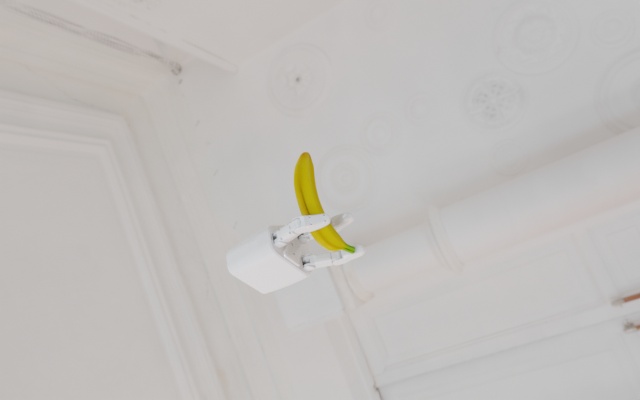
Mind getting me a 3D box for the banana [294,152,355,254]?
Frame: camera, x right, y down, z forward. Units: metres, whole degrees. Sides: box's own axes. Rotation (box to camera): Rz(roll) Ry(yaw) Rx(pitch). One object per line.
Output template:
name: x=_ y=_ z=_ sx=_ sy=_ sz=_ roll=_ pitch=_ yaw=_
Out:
banana: x=-0.009 y=0.006 z=0.803 sx=0.037 sy=0.197 sz=0.069 roll=-32 pitch=-15 yaw=31
